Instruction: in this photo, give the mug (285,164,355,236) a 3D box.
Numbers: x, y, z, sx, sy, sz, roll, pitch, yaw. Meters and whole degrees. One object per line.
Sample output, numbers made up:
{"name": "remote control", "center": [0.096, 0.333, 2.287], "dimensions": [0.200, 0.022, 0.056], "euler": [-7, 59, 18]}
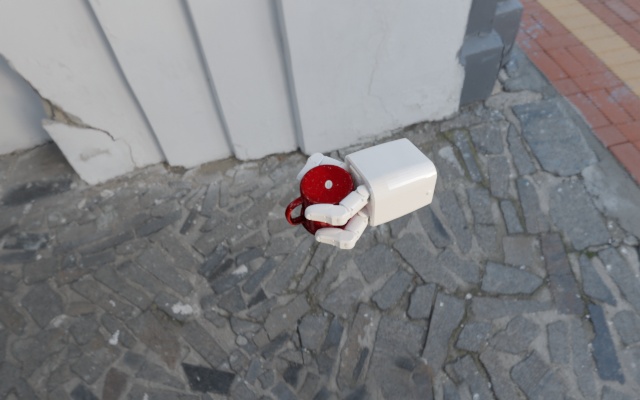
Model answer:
{"name": "mug", "center": [-0.001, 0.003, 0.734], "dimensions": [0.117, 0.093, 0.082], "euler": [-19, -35, -10]}
